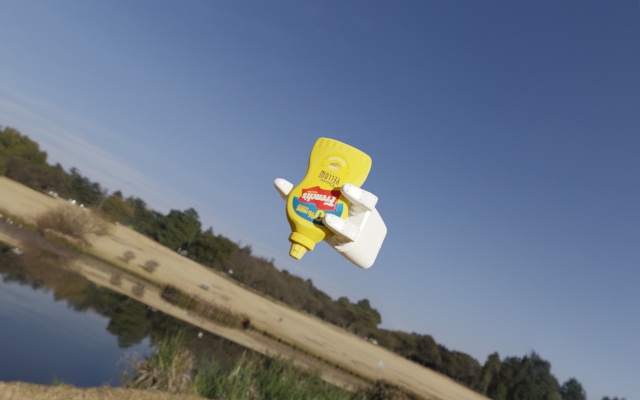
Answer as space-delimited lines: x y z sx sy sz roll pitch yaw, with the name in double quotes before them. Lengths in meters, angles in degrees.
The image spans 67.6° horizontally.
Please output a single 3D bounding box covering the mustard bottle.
"mustard bottle" 0.000 0.002 0.742 0.096 0.191 0.058 24 -15 7
